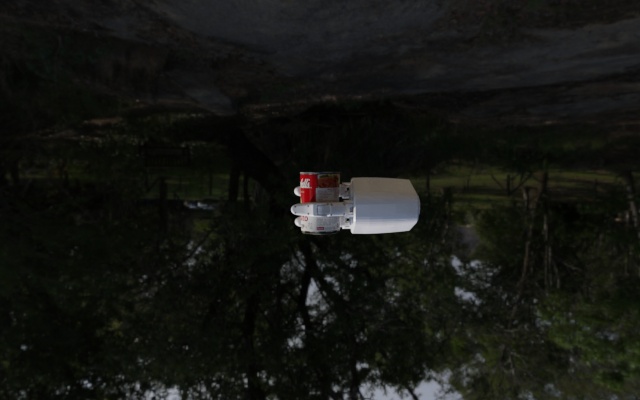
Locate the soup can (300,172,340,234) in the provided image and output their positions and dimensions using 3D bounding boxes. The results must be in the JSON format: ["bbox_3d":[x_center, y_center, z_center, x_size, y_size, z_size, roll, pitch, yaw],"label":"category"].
[{"bbox_3d":[0.000,0.003,0.808,0.068,0.102,0.068,-1,3,0],"label":"soup can"}]
